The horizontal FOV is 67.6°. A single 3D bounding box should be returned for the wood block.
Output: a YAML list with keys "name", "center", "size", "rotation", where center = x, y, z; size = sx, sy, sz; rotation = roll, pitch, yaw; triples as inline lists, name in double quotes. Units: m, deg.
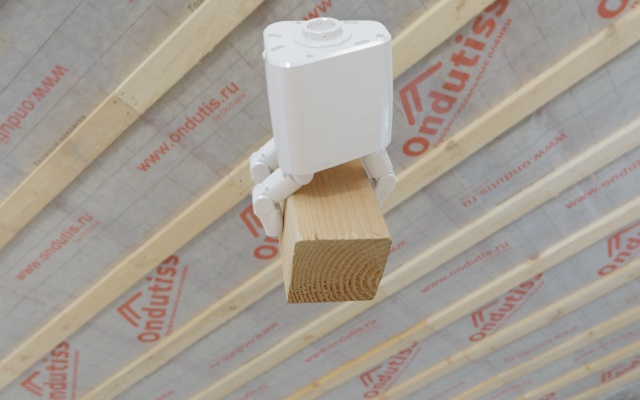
- name: "wood block"
  center: [0.000, 0.001, 0.519]
  size: [0.091, 0.090, 0.206]
  rotation: [0, 40, -11]
